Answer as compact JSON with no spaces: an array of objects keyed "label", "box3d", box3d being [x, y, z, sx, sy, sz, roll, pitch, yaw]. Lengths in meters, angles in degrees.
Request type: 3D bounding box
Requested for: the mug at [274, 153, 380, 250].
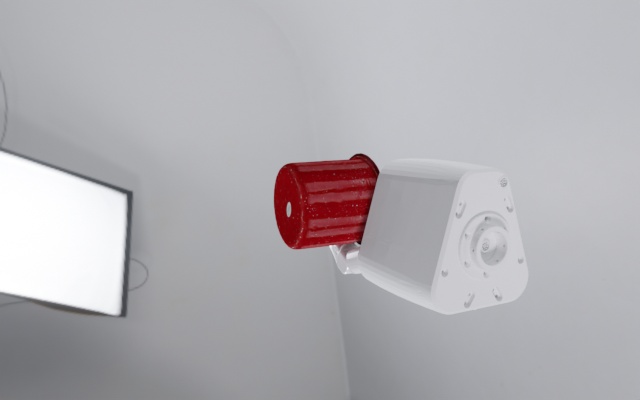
[{"label":"mug","box3d":[-0.001,0.001,0.471,0.081,0.093,0.117,-5,8,-24]}]
